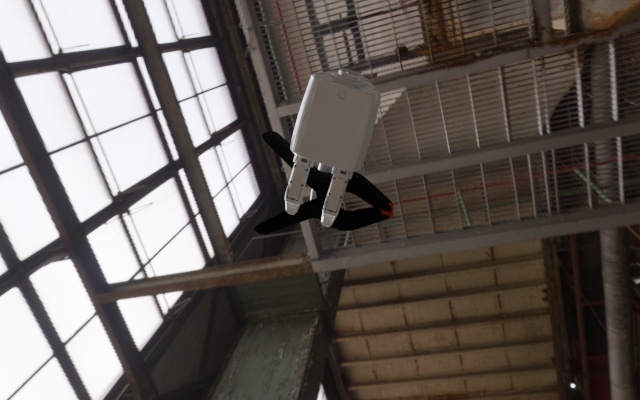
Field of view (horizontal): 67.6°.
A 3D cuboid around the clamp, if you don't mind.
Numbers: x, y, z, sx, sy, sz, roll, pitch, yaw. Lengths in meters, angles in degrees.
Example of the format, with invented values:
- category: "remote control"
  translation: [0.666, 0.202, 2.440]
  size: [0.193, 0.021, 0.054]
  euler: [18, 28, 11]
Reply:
- category: "clamp"
  translation: [0.001, 0.002, 0.703]
  size: [0.210, 0.165, 0.036]
  euler: [18, 27, 2]
